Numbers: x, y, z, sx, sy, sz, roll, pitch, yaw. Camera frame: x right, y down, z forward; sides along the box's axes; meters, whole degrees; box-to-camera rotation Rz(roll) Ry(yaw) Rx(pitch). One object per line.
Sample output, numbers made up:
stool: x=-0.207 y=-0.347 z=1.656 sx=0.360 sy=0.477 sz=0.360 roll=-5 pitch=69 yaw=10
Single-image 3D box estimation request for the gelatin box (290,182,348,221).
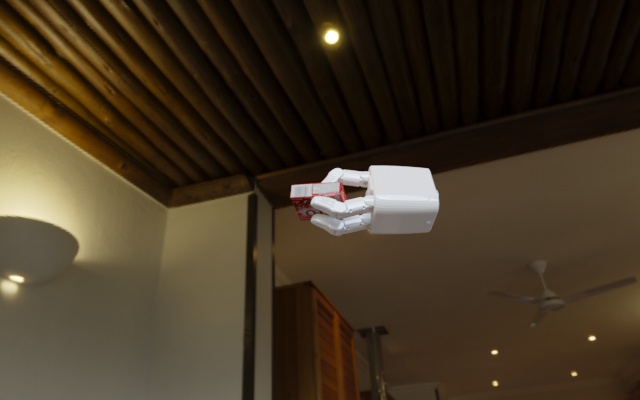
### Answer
gelatin box: x=0.000 y=0.002 z=0.819 sx=0.089 sy=0.030 sz=0.073 roll=-4 pitch=-35 yaw=12
